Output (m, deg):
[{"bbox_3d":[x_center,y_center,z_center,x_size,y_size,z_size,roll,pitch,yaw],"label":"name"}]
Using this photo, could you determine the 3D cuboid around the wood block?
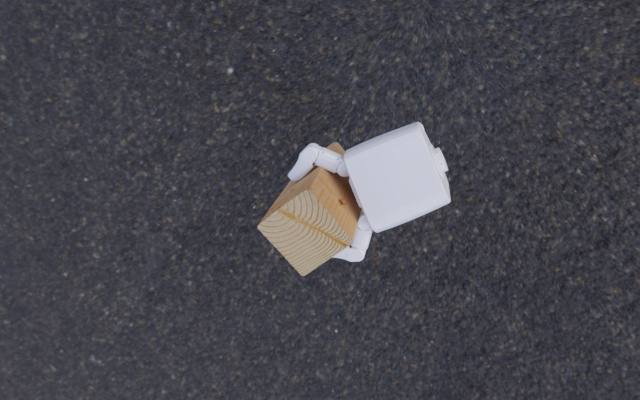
[{"bbox_3d":[0.000,0.002,0.679,0.090,0.091,0.206,-36,11,23],"label":"wood block"}]
